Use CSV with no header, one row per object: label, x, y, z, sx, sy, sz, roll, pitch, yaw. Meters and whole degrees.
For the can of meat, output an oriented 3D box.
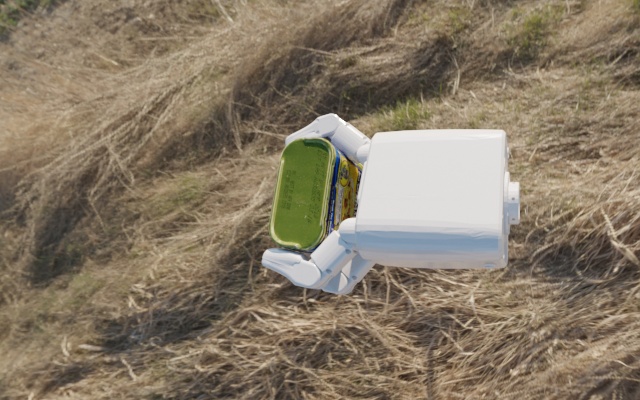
can of meat,0.000,0.001,0.433,0.057,0.102,0.084,3,-11,25
